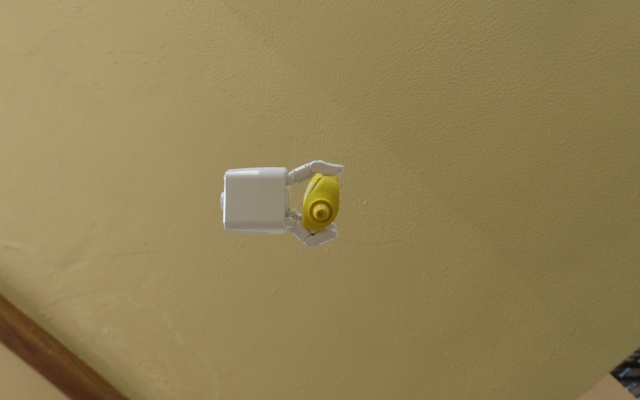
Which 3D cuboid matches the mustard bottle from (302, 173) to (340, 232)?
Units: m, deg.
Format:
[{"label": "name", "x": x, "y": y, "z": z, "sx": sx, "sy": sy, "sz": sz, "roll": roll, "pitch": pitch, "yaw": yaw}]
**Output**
[{"label": "mustard bottle", "x": 0.000, "y": 0.003, "z": 0.839, "sx": 0.058, "sy": 0.096, "sz": 0.191, "roll": 25, "pitch": 10, "yaw": -5}]
